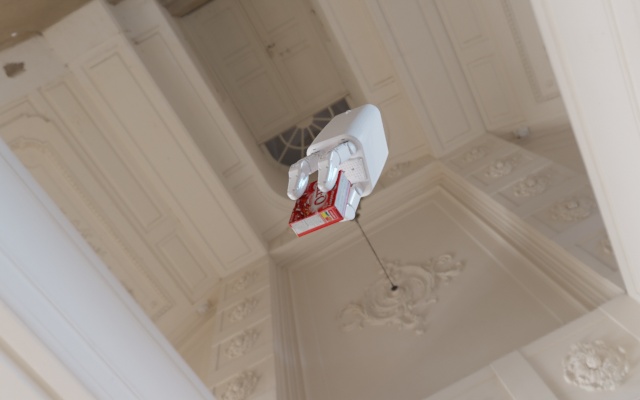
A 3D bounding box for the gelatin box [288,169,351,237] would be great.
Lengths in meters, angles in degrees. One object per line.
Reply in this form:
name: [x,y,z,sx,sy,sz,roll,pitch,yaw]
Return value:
gelatin box: [0.000,0.003,0.659,0.073,0.030,0.089,-22,30,25]
